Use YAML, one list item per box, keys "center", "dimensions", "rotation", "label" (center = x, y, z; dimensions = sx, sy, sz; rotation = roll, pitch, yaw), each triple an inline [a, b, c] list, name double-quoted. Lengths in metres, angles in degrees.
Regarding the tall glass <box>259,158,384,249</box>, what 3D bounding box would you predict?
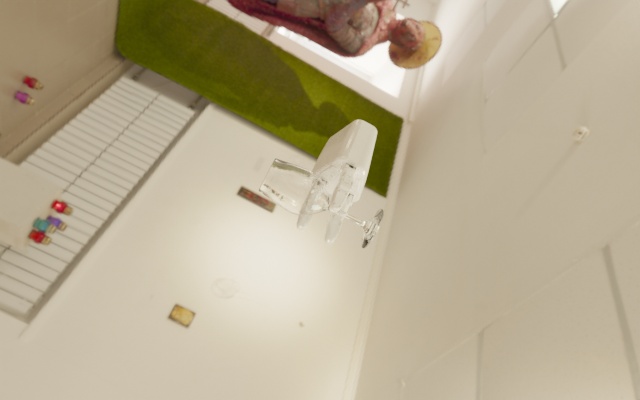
- center: [0.001, 0.003, 0.795]
  dimensions: [0.201, 0.079, 0.079]
  rotation: [27, -3, -6]
  label: "tall glass"
